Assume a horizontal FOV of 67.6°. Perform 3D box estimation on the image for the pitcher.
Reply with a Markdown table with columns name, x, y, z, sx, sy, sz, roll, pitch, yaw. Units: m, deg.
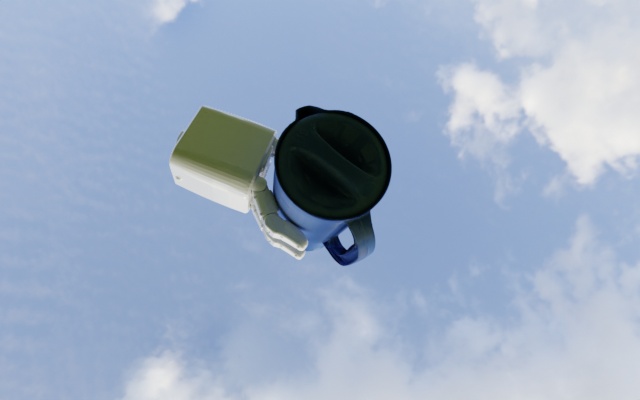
| name | x | y | z | sx | sy | sz | roll | pitch | yaw |
| --- | --- | --- | --- | --- | --- | --- | --- | --- | --- |
| pitcher | 0.000 | 0.002 | 0.631 | 0.145 | 0.149 | 0.243 | 21 | -20 | -2 |
